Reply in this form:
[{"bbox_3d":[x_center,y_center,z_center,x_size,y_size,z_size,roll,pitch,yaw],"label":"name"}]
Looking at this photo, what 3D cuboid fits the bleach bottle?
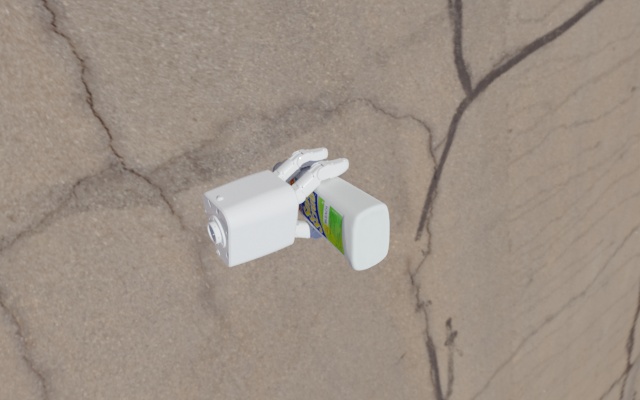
[{"bbox_3d":[0.000,0.002,0.738,0.068,0.103,0.250,-21,34,-28],"label":"bleach bottle"}]
